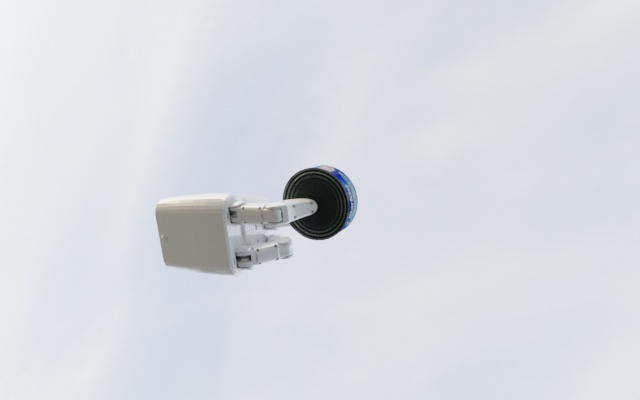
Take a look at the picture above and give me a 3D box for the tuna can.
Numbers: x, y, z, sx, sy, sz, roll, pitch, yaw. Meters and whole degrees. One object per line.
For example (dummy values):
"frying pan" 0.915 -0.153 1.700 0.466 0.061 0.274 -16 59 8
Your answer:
"tuna can" 0.000 0.002 0.565 0.086 0.086 0.033 0 11 26
